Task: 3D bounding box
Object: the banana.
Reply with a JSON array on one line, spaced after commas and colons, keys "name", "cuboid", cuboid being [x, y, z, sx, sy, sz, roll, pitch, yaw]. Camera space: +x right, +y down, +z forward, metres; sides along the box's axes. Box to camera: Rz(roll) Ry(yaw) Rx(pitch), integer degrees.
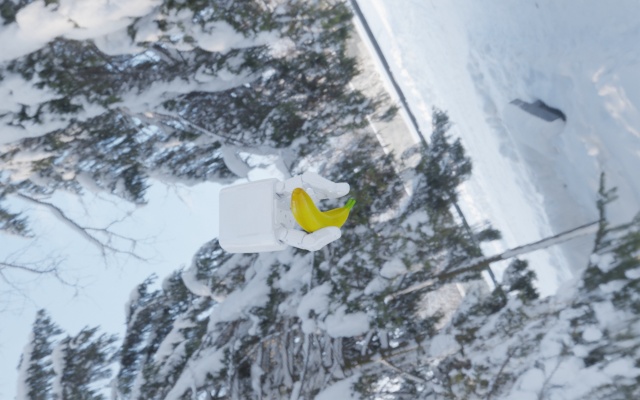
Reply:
[{"name": "banana", "cuboid": [-0.002, 0.021, 0.756, 0.037, 0.069, 0.198, 13, 2, 26]}]
